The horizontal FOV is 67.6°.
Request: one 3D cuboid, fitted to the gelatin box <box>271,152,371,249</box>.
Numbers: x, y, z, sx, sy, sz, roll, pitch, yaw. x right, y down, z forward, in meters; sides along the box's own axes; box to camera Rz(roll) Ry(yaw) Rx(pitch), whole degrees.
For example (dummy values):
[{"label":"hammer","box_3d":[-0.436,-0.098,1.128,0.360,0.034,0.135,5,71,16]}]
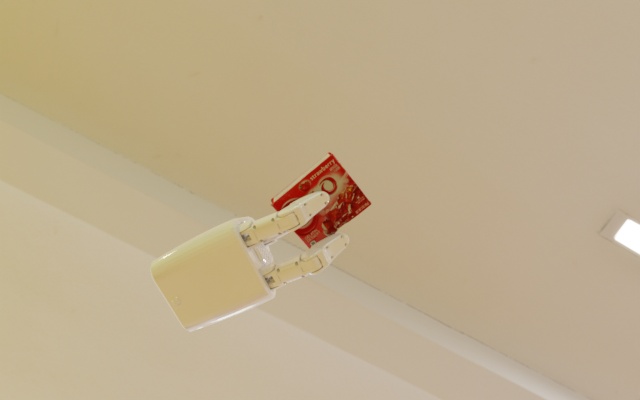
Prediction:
[{"label":"gelatin box","box_3d":[0.000,0.001,0.537,0.089,0.073,0.030,-39,14,3]}]
